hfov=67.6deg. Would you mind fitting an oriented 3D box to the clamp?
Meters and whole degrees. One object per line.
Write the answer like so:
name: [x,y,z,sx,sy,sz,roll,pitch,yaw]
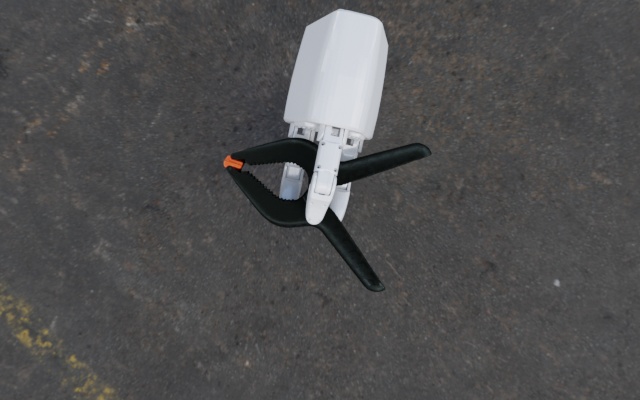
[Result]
clamp: [0.000,0.001,0.500,0.210,0.164,0.036,12,1,-5]
